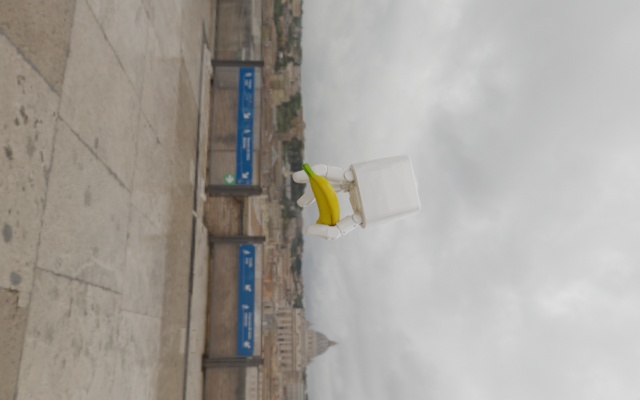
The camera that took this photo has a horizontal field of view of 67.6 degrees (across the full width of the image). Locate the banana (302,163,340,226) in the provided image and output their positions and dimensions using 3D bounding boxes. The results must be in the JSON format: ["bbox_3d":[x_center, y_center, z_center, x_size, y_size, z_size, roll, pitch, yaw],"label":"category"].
[{"bbox_3d":[0.008,0.014,0.839,0.037,0.069,0.198,-25,-34,-11],"label":"banana"}]
